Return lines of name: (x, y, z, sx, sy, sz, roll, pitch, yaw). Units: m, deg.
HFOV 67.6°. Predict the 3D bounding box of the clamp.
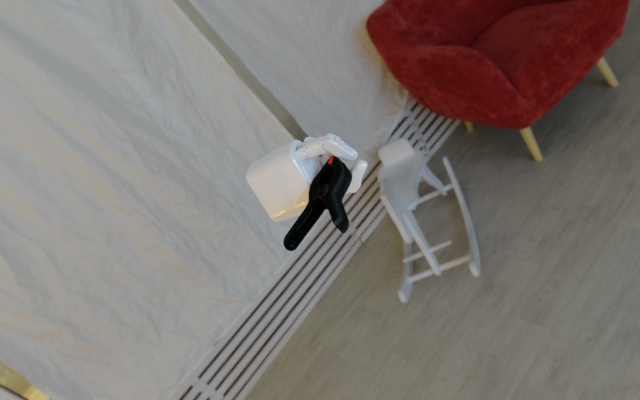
clamp: (0.000, 0.002, 0.727, 0.120, 0.171, 0.039, -23, -56, 29)
